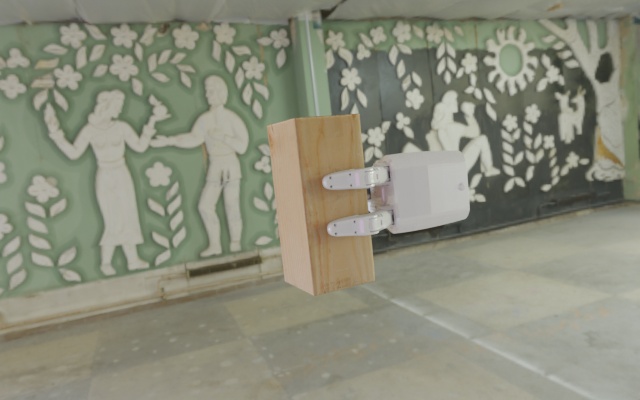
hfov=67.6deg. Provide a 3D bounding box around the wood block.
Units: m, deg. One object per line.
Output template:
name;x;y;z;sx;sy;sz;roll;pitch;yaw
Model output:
wood block;0.000;0.002;0.601;0.090;0.206;0.091;-9;7;-26
